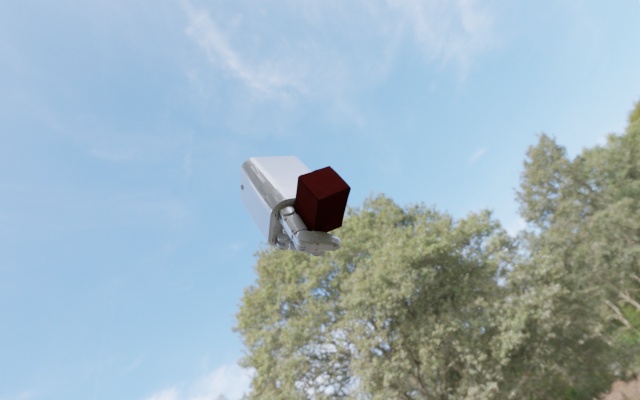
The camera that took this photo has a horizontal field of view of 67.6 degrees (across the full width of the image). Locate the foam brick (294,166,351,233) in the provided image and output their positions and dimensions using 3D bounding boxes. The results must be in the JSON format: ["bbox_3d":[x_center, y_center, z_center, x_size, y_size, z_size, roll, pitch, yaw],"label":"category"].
[{"bbox_3d":[0.000,0.002,0.642,0.053,0.078,0.051,-20,53,-27],"label":"foam brick"}]
